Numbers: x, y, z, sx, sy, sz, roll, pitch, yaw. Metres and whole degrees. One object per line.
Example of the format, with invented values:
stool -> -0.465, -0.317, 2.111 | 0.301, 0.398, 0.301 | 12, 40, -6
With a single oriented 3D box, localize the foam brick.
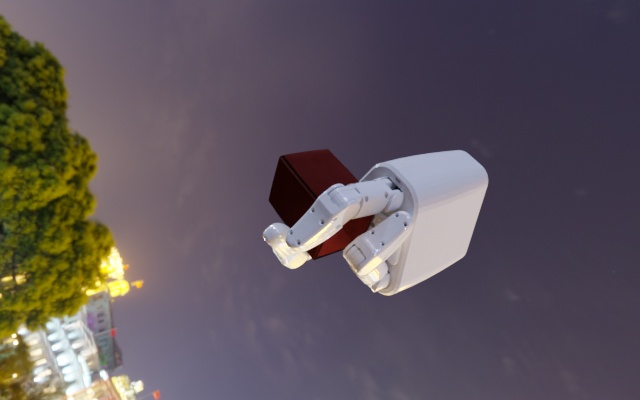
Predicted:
foam brick -> 0.000, 0.001, 0.407 | 0.051, 0.053, 0.078 | -16, 53, -36
